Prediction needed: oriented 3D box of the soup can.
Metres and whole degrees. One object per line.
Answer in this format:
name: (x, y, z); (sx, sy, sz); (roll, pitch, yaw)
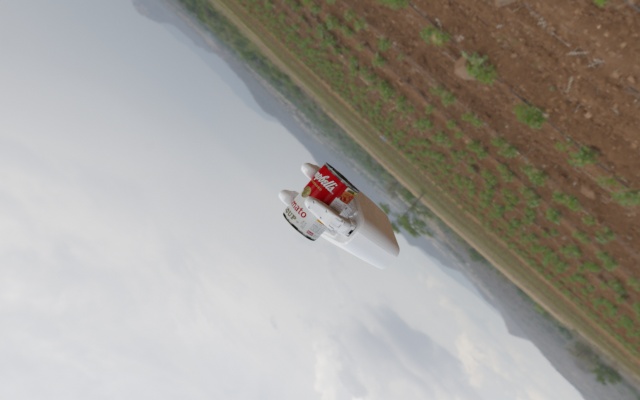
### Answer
soup can: (0.000, 0.002, 0.721); (0.068, 0.102, 0.068); (40, 8, -7)
